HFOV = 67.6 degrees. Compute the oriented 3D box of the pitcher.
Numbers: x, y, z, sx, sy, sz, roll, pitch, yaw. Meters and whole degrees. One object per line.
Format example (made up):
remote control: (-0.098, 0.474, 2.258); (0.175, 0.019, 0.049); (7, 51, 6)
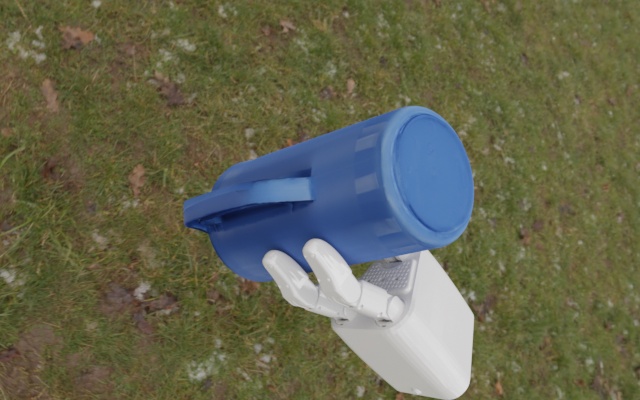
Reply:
pitcher: (0.000, 0.002, 0.430); (0.243, 0.145, 0.149); (-16, 29, 49)
